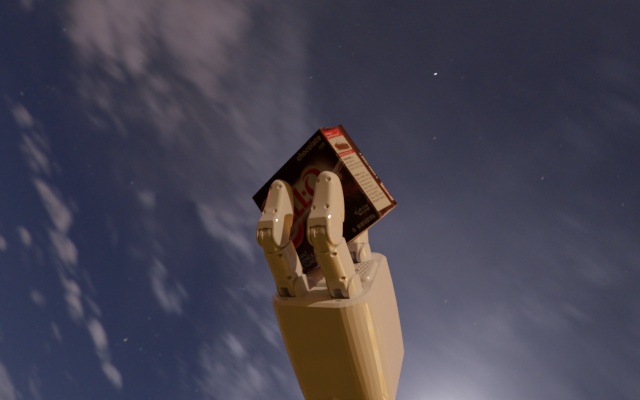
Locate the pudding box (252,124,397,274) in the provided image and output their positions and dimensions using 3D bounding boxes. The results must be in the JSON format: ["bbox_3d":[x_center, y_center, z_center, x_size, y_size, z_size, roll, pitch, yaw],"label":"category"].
[{"bbox_3d":[0.000,0.001,0.427,0.113,0.090,0.039,-41,-10,36],"label":"pudding box"}]
